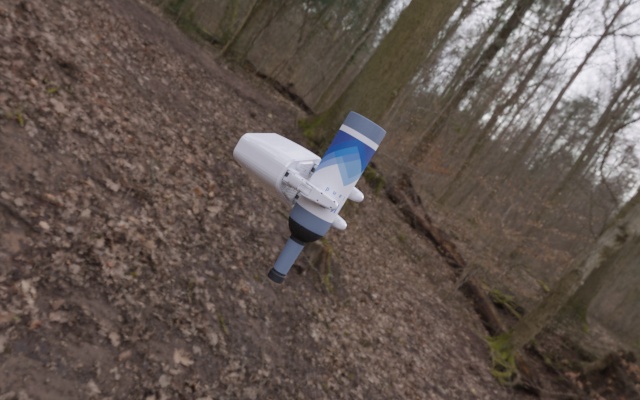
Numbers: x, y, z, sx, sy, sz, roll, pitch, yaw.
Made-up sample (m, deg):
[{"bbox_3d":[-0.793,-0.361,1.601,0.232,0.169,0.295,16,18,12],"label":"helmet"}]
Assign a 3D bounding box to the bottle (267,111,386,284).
[{"bbox_3d":[0.000,0.002,0.763,0.069,0.296,0.069,31,5,-3],"label":"bottle"}]
